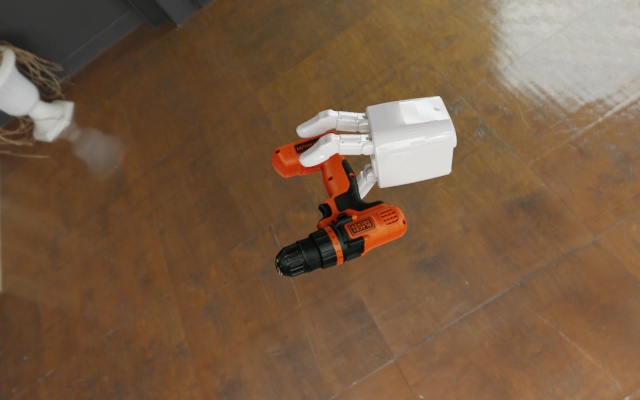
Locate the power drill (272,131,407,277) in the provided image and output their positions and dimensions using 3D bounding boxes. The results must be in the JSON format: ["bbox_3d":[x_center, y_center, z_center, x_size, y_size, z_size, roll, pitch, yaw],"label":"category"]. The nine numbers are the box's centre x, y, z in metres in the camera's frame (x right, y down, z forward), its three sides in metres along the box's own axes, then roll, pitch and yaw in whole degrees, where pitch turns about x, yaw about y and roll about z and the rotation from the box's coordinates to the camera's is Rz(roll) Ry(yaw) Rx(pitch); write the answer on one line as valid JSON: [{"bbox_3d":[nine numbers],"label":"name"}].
[{"bbox_3d":[0.000,0.002,0.659,0.184,0.187,0.057,-19,-27,-16],"label":"power drill"}]
